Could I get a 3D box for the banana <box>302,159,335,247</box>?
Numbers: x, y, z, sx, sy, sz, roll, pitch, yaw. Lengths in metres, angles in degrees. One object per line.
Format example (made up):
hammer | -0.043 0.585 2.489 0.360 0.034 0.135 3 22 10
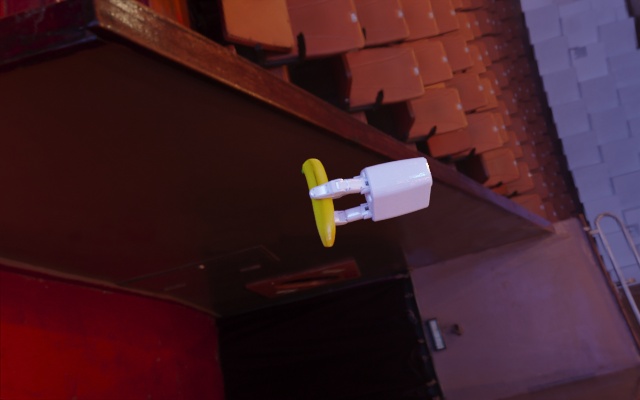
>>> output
banana | -0.002 -0.012 0.847 0.037 0.197 0.070 -11 -42 -5
